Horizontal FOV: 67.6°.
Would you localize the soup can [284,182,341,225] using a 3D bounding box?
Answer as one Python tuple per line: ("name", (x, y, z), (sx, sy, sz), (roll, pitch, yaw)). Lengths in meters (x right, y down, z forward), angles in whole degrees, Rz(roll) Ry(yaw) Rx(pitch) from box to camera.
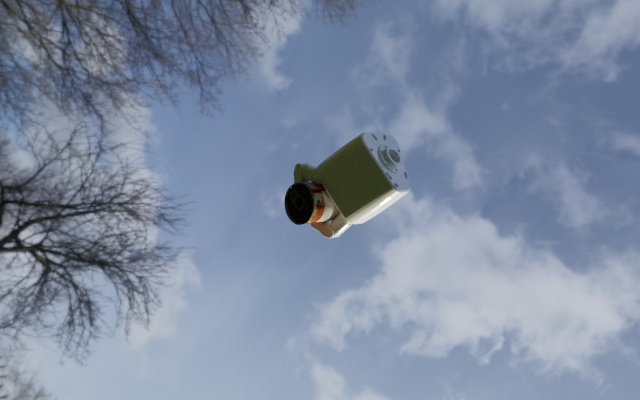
("soup can", (0.000, 0.003, 0.792), (0.068, 0.068, 0.102), (0, 3, 44))
